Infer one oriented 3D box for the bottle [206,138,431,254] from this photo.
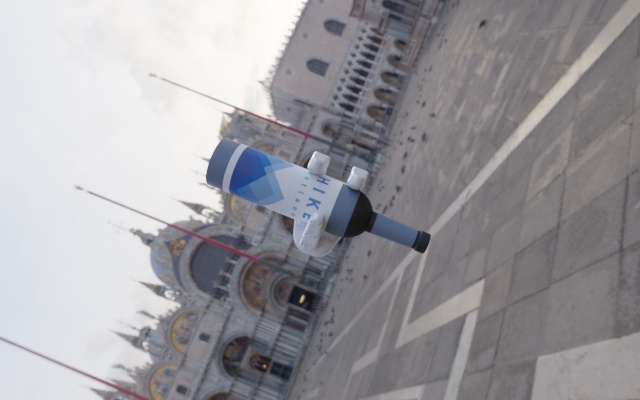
[{"bbox_3d":[0.000,0.002,0.622,0.295,0.069,0.069,22,1,3],"label":"bottle"}]
